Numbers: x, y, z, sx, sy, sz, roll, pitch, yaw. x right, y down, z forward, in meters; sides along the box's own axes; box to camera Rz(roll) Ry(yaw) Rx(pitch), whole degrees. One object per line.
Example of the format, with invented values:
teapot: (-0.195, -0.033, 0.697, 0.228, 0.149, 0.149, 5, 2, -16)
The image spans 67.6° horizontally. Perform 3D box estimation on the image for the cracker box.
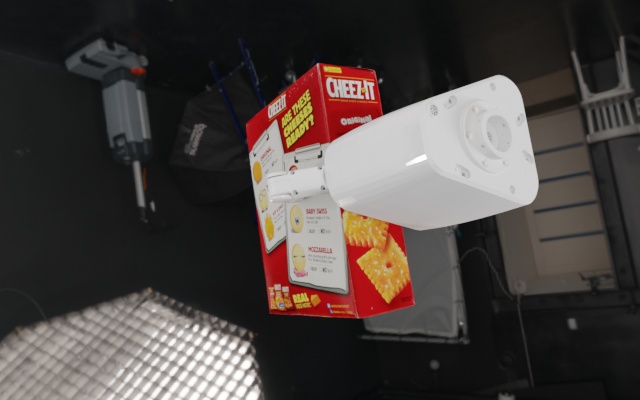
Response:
cracker box: (0.000, 0.002, 0.468, 0.072, 0.213, 0.164, -4, -8, -32)
